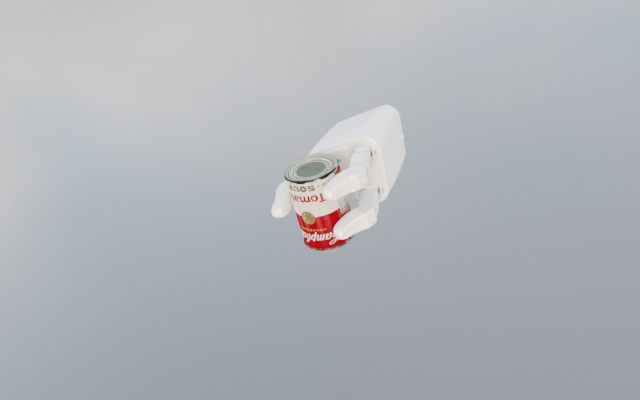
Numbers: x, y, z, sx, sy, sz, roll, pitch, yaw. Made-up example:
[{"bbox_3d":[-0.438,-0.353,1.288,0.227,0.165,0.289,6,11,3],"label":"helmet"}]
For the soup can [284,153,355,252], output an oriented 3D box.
[{"bbox_3d":[0.000,0.002,0.584,0.068,0.102,0.068,-11,31,7],"label":"soup can"}]
